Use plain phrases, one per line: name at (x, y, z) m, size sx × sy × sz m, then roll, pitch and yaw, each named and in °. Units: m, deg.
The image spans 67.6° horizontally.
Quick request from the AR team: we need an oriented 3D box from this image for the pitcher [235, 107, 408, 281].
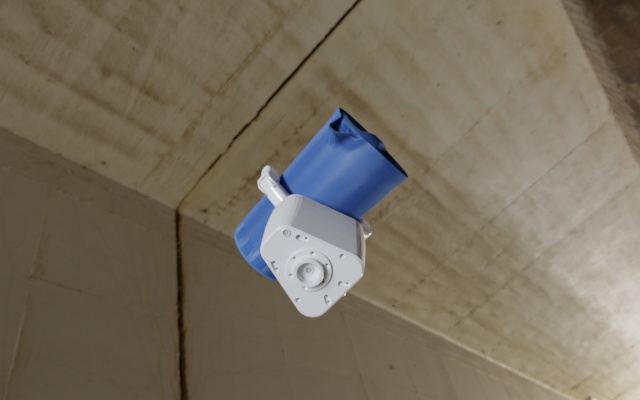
pitcher at (0.000, 0.002, 0.681) m, size 0.149 × 0.243 × 0.145 m, roll 42°, pitch 14°, yaw -11°
